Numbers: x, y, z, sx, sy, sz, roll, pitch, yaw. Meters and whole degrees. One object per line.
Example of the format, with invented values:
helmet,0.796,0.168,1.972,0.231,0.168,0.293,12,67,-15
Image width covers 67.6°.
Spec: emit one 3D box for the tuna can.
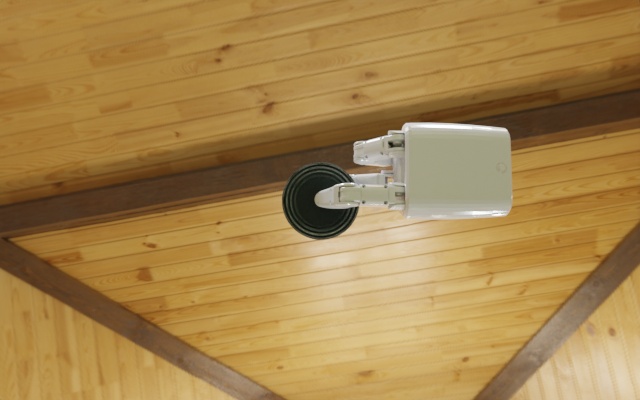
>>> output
tuna can,0.000,0.002,0.540,0.086,0.086,0.034,0,-5,-1
